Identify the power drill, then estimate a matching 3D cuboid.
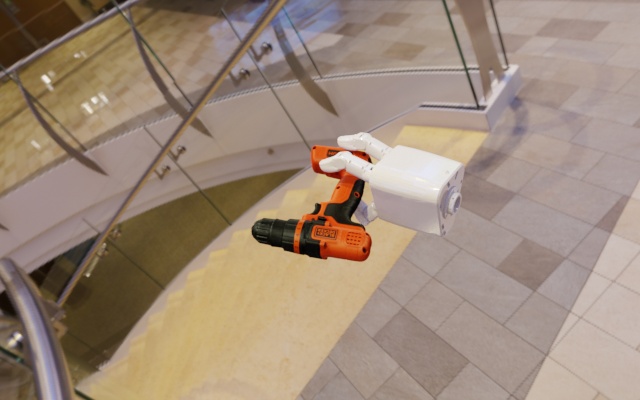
[{"bbox_3d":[0.000,0.002,0.751,0.184,0.187,0.057,9,-31,10],"label":"power drill"}]
